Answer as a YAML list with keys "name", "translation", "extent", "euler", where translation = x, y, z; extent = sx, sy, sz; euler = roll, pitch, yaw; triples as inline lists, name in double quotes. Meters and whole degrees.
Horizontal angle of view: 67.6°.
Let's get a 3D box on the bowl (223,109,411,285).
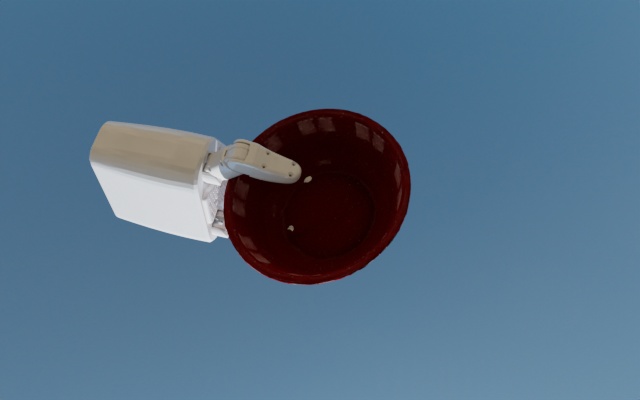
- name: "bowl"
  translation: [0.001, 0.002, 0.418]
  extent: [0.162, 0.162, 0.055]
  euler: [0, -25, 17]
